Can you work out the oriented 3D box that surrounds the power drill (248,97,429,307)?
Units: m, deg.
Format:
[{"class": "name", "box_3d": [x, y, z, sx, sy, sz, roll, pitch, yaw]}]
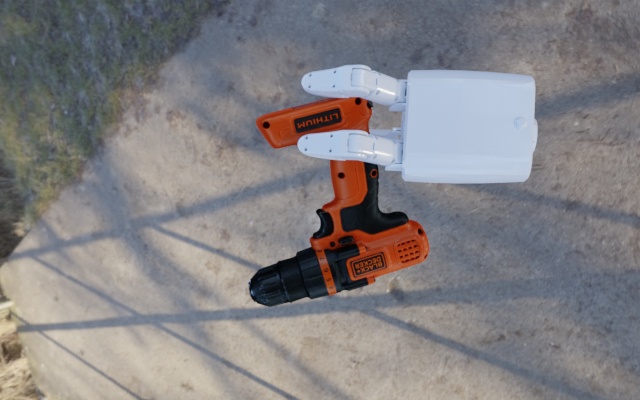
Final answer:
[{"class": "power drill", "box_3d": [0.000, 0.001, 0.461, 0.184, 0.188, 0.057, -17, 16, -5]}]
